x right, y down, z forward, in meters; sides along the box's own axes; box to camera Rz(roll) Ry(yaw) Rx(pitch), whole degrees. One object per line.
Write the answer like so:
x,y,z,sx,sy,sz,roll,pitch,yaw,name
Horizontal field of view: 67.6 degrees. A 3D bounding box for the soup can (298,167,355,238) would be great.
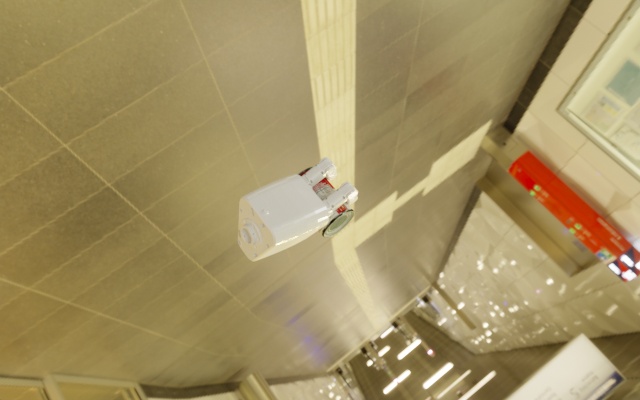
0.001,0.003,0.794,0.068,0.102,0.068,-34,-21,-15,soup can
